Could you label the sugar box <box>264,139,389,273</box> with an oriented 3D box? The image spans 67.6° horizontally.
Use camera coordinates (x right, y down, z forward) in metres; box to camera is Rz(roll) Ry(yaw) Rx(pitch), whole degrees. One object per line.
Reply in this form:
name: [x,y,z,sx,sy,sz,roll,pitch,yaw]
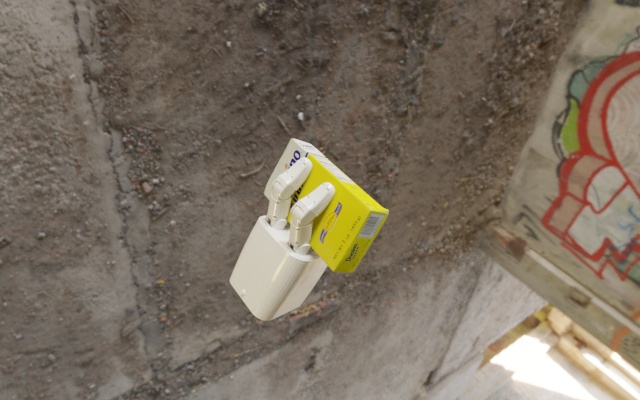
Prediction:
sugar box: [0.000,0.002,0.616,0.048,0.093,0.176,10,25,-48]
